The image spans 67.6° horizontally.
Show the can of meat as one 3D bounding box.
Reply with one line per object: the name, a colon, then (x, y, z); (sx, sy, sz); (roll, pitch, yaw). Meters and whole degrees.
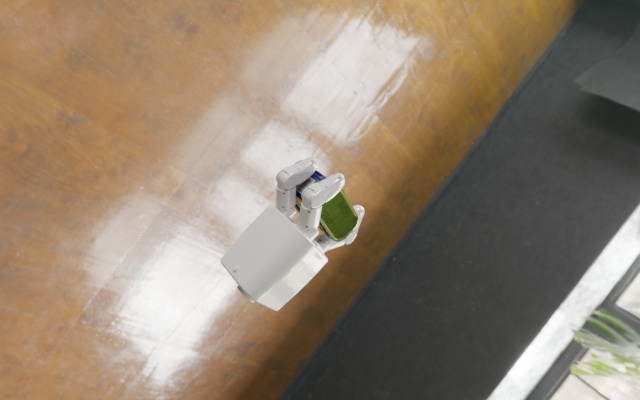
can of meat: (0.000, 0.002, 0.680); (0.084, 0.057, 0.102); (39, -12, 43)
